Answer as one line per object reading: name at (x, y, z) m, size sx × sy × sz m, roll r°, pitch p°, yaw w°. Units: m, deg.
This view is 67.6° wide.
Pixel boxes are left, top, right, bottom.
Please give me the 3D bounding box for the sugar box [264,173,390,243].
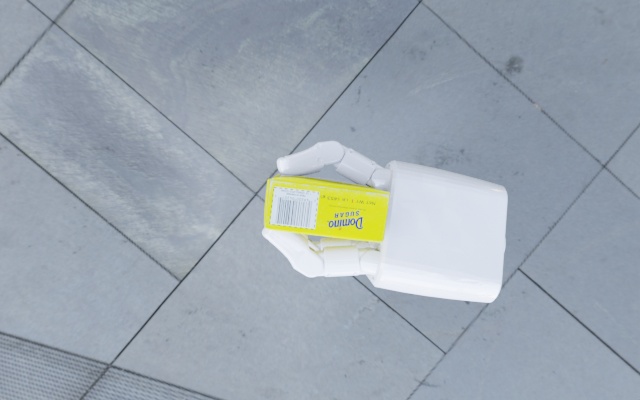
sugar box at (0.000, 0.002, 0.439) m, size 0.093 × 0.048 × 0.176 m, roll 8°, pitch 1°, yaw -3°
